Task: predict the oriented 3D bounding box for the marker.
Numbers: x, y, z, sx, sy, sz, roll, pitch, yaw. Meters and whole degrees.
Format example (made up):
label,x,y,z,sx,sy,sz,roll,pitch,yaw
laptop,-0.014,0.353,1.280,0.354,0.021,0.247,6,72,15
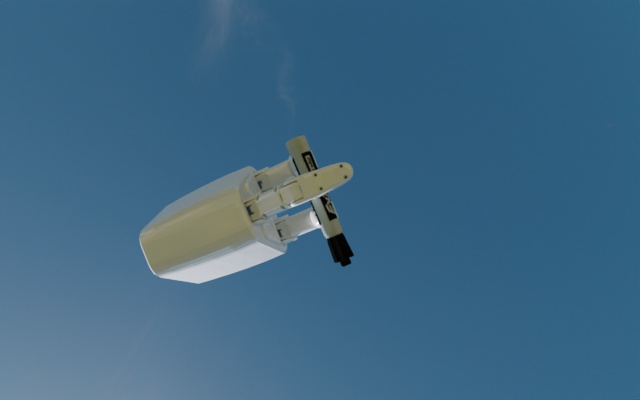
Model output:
label,x,y,z,sx,sy,sz,roll,pitch,yaw
marker,0.000,0.001,0.424,0.020,0.121,0.020,-22,-2,-1
